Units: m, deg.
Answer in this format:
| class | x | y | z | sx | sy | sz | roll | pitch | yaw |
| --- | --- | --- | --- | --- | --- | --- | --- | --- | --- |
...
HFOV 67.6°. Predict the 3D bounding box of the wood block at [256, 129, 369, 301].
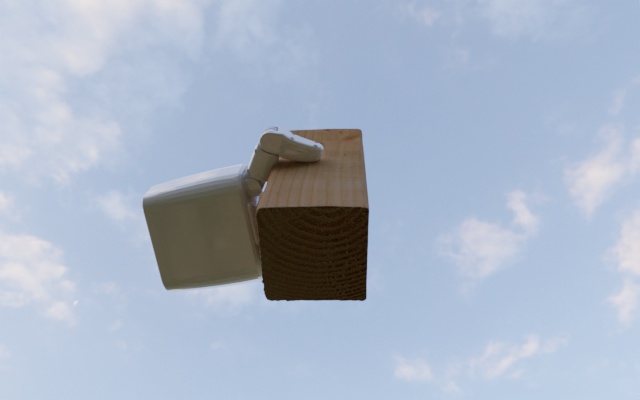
| class | x | y | z | sx | sy | sz | roll | pitch | yaw |
| --- | --- | --- | --- | --- | --- | --- | --- | --- | --- |
| wood block | 0.000 | 0.001 | 0.478 | 0.090 | 0.091 | 0.206 | -1 | 26 | 3 |
